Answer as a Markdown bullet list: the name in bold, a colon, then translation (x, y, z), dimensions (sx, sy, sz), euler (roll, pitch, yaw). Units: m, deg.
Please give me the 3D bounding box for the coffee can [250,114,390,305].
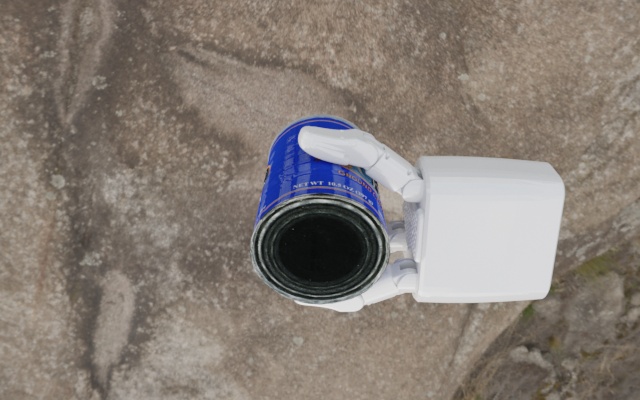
- **coffee can**: translation (0.000, 0.001, 0.405), dimensions (0.103, 0.103, 0.140), euler (0, 33, 0)
